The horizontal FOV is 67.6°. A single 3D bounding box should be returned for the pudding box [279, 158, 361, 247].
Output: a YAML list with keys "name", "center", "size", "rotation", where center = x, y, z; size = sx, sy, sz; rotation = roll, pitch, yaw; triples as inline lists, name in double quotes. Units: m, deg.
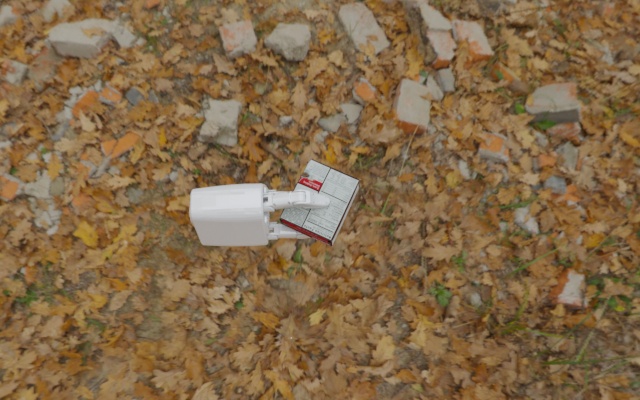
- name: "pudding box"
  center: [0.000, 0.002, 0.740]
  size: [0.090, 0.113, 0.039]
  rotation: [24, -14, 6]
